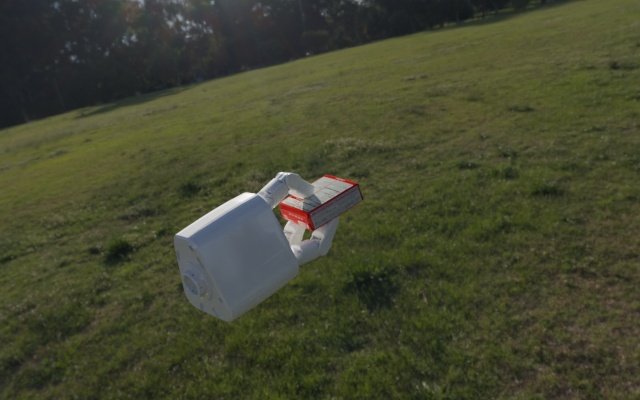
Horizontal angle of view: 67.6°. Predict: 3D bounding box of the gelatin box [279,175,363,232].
[{"bbox_3d":[0.000,0.002,0.640,0.089,0.030,0.073,-32,27,-25],"label":"gelatin box"}]
